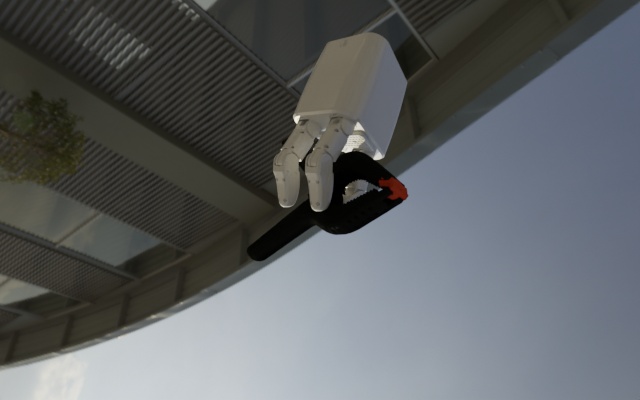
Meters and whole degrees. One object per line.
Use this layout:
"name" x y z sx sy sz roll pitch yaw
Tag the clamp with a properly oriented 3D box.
"clamp" 0.001 0.002 0.534 0.210 0.164 0.036 6 -18 47
